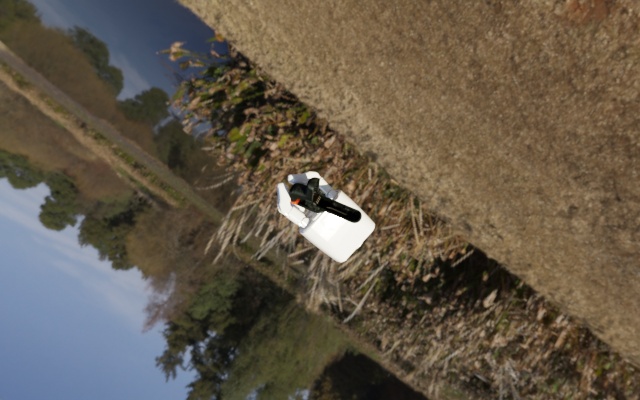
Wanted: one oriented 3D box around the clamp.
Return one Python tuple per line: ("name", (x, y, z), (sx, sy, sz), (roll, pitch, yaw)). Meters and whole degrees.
("clamp", (0.000, 0.003, 0.873), (0.120, 0.039, 0.171), (42, -14, -16))
